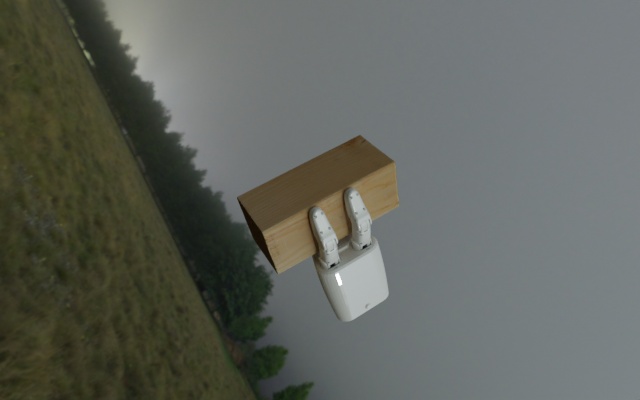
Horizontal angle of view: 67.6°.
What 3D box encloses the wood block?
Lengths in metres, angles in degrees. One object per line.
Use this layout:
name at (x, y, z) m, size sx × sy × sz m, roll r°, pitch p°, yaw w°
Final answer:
wood block at (0.000, 0.002, 0.684) m, size 0.206 × 0.090 × 0.090 m, roll -28°, pitch 44°, yaw -16°
